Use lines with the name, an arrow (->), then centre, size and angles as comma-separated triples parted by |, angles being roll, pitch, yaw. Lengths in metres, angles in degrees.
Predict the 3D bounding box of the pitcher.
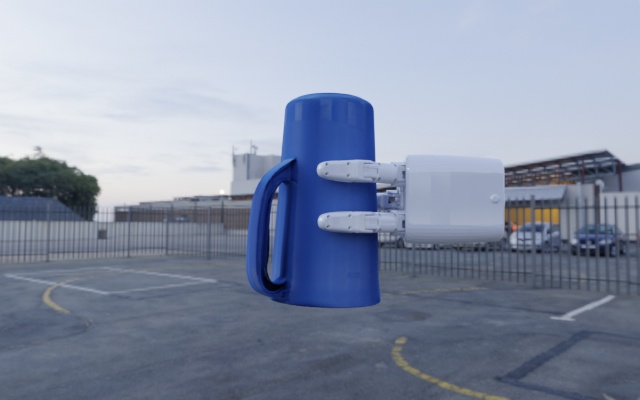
pitcher -> 0.000, 0.002, 0.564 | 0.145, 0.243, 0.149 | 1, -3, 5
